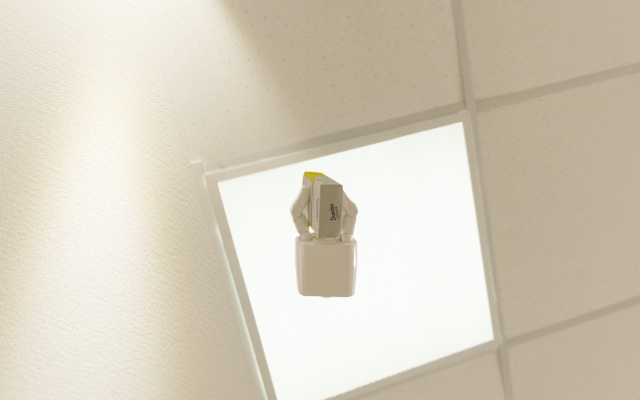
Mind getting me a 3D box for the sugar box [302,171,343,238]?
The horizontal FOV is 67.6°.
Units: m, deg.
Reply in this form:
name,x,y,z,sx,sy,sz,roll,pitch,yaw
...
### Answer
name,x,y,z,sx,sy,sz,roll,pitch,yaw
sugar box,0.001,0.003,0.871,0.048,0.093,0.176,0,11,-14
